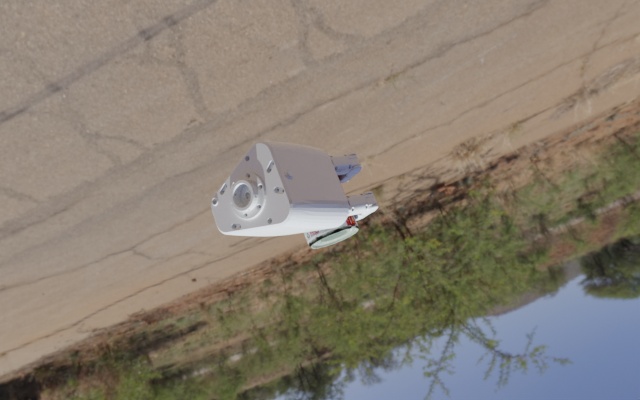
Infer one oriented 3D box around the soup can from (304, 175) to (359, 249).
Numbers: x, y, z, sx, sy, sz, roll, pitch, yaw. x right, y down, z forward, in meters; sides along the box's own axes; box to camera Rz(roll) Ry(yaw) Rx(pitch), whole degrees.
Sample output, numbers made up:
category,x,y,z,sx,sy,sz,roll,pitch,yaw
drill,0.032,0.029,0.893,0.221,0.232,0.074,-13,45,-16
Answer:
category,x,y,z,sx,sy,sz,roll,pitch,yaw
soup can,0.000,0.002,0.608,0.068,0.102,0.068,-20,-15,-6
